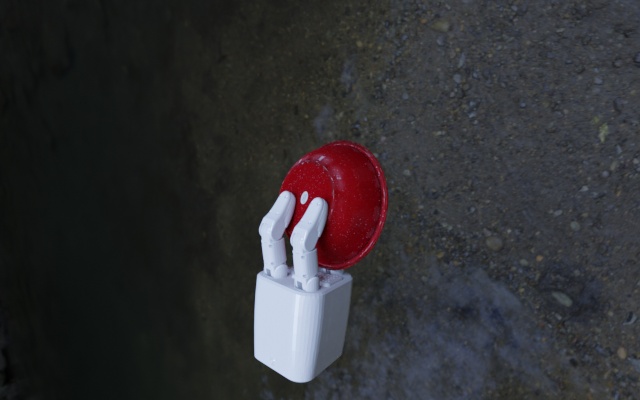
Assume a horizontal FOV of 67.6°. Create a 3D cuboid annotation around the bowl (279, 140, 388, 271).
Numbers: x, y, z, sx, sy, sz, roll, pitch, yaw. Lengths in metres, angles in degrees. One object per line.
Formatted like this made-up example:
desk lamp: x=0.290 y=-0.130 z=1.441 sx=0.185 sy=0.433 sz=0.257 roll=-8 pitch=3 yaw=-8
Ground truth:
bowl: x=0.000 y=0.000 z=0.572 sx=0.162 sy=0.162 sz=0.055 roll=0 pitch=-7 yaw=43
